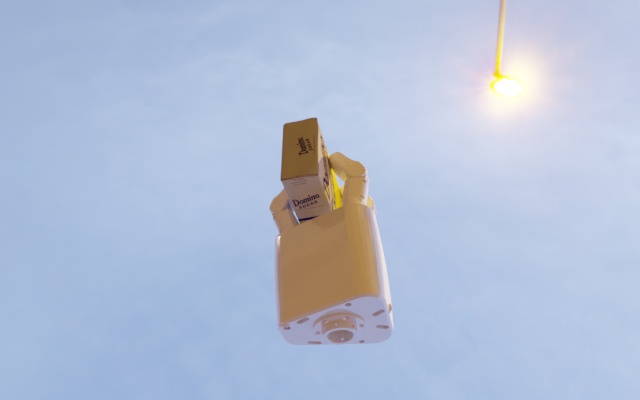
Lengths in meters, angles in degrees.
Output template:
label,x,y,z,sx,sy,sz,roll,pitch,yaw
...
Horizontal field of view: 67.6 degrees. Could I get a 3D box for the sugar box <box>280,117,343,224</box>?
label,x,y,z,sx,sy,sz,roll,pitch,yaw
sugar box,0.001,0.002,0.554,0.048,0.093,0.176,-9,-43,8
